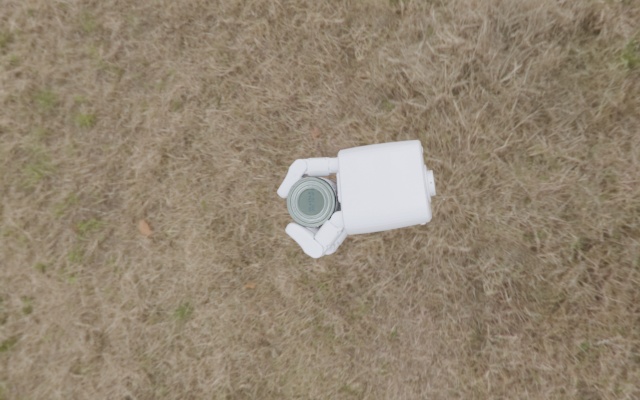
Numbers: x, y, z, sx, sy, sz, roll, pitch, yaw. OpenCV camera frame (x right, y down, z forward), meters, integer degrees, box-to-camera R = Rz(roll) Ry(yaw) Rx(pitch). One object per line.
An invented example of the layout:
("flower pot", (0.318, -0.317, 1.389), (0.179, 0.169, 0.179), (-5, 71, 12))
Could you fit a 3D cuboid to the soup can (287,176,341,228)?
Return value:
("soup can", (0.000, 0.002, 0.657), (0.068, 0.068, 0.102), (0, 0, 14))
